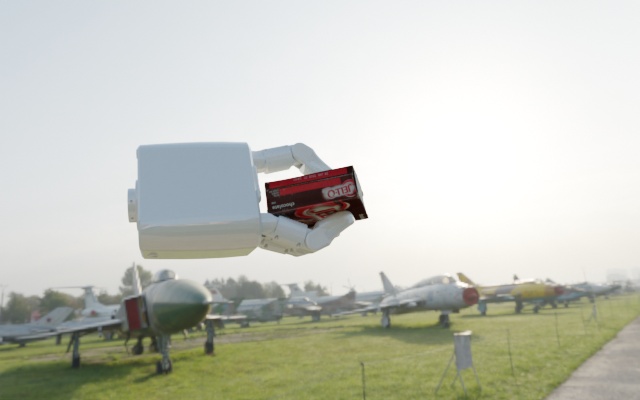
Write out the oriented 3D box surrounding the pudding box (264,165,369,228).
[{"bbox_3d":[0.000,0.001,0.500,0.090,0.039,0.113,-10,-12,9],"label":"pudding box"}]
